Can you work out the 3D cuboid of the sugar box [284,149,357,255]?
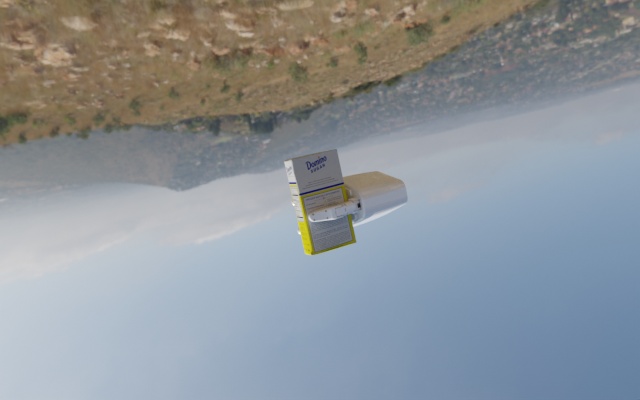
[{"bbox_3d":[0.000,0.003,0.863,0.093,0.176,0.048,-15,5,-24],"label":"sugar box"}]
